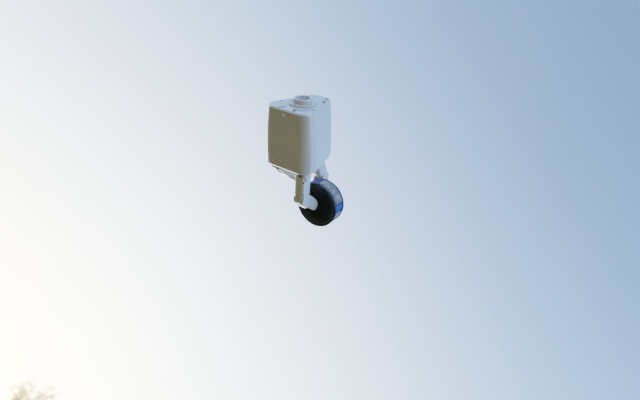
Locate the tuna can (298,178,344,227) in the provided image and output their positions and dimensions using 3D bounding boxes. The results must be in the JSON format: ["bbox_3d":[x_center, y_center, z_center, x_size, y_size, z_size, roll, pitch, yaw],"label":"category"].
[{"bbox_3d":[0.000,0.003,0.892,0.086,0.086,0.033,0,20,38],"label":"tuna can"}]
